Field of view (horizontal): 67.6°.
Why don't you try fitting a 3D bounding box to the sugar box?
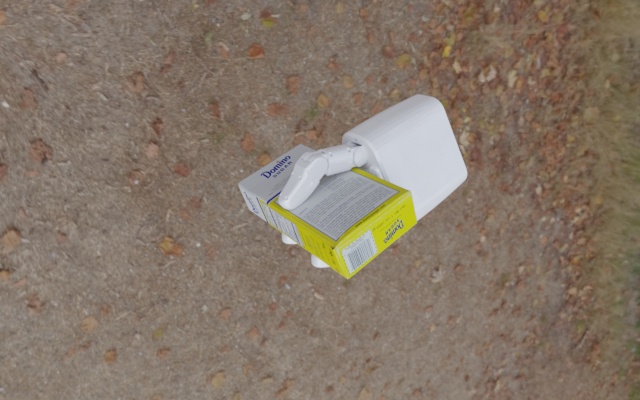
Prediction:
[{"bbox_3d":[0.000,0.002,0.484,0.093,0.048,0.176,-35,35,-21],"label":"sugar box"}]
